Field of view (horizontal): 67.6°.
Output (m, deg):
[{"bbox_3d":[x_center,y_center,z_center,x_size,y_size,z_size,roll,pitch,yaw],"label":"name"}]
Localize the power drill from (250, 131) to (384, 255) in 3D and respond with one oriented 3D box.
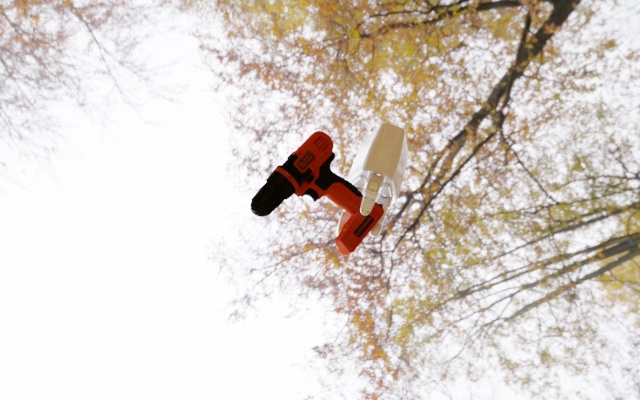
[{"bbox_3d":[0.001,0.003,0.800,0.188,0.184,0.057,45,-15,-9],"label":"power drill"}]
